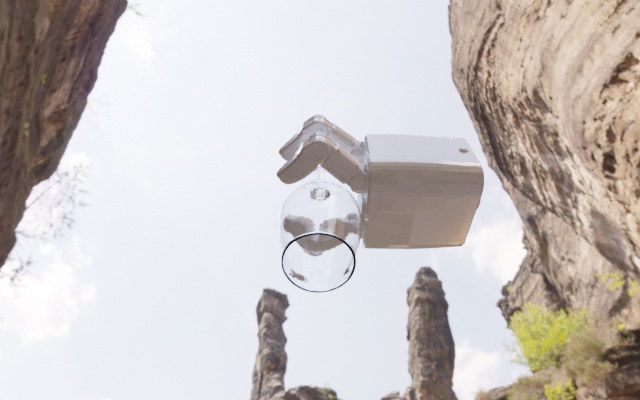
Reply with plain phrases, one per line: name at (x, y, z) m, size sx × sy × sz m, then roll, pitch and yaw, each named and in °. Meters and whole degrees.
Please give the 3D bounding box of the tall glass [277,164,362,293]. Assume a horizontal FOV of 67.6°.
tall glass at (0.000, 0.001, 0.474) m, size 0.079 × 0.079 × 0.201 m, roll 0°, pitch 31°, yaw 1°
